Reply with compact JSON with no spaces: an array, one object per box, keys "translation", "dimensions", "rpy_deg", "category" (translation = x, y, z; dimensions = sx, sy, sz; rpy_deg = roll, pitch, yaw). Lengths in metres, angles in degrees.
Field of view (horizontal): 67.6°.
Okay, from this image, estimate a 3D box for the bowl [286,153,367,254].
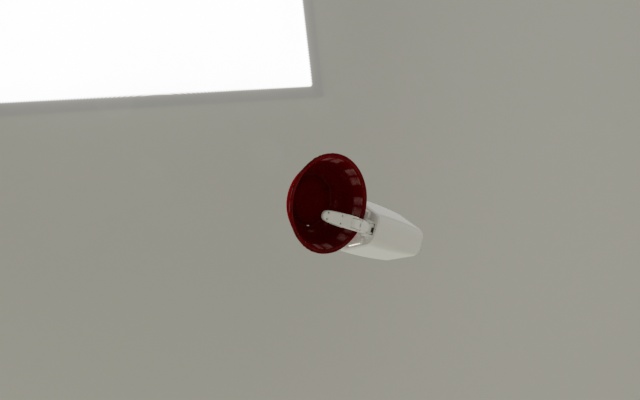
[{"translation":[-0.001,0.002,0.777],"dimensions":[0.162,0.162,0.055],"rpy_deg":[0,7,-40],"category":"bowl"}]
